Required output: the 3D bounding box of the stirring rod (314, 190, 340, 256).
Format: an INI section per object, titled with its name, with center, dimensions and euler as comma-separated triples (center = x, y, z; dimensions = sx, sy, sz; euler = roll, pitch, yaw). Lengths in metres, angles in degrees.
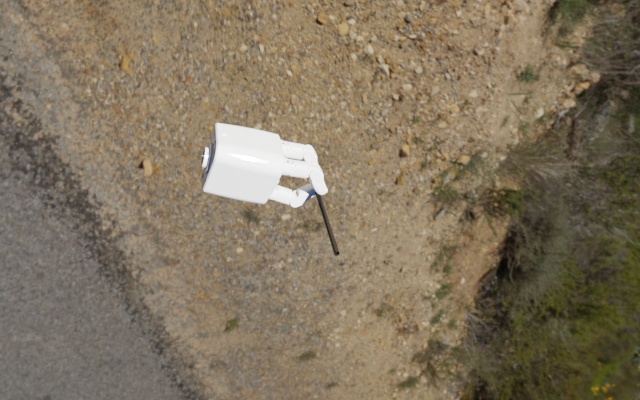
[stirring rod]
center = 0.000, 0.002, 0.776
dimensions = 0.011, 0.011, 0.239
euler = 0, 38, -14
